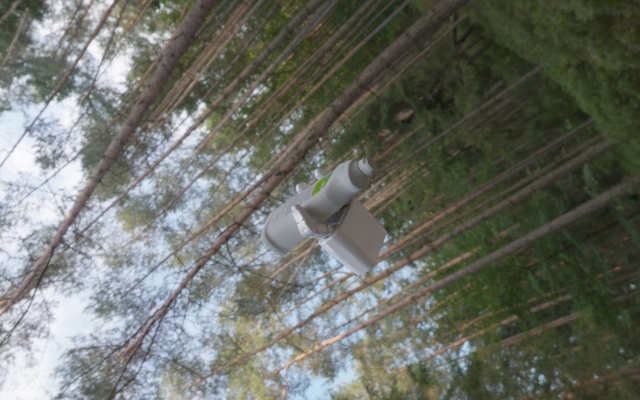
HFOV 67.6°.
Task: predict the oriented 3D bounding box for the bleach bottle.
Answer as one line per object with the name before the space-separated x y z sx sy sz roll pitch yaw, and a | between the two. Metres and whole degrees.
bleach bottle | 0.000 0.003 0.875 0.251 0.068 0.102 -36 22 32
